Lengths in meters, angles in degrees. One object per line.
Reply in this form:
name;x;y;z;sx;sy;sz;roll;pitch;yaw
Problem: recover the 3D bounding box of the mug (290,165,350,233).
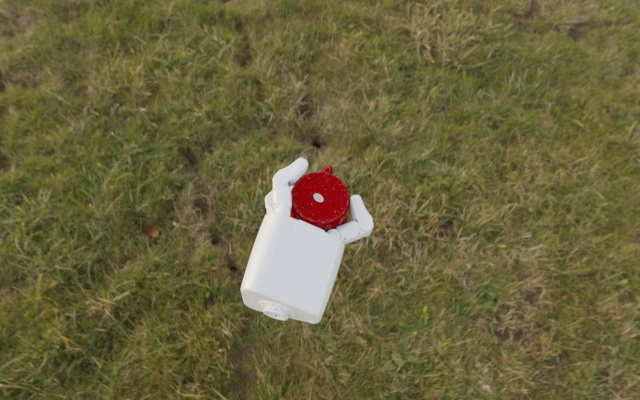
mug;0.001;0.001;0.678;0.093;0.117;0.081;16;-27;3
